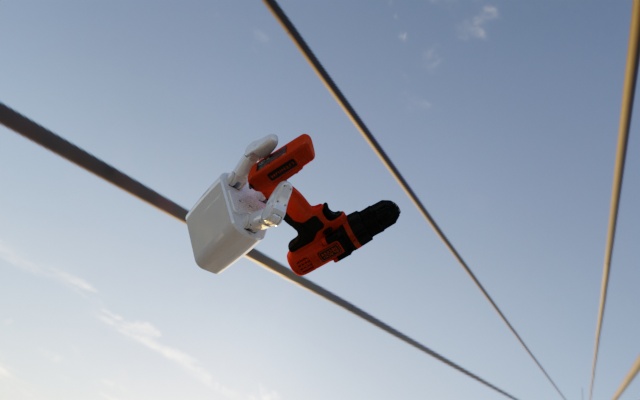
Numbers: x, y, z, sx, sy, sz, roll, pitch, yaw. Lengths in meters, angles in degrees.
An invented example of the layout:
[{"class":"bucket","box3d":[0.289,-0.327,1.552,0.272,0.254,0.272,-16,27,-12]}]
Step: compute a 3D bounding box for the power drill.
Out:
[{"class":"power drill","box3d":[0.000,0.002,0.683,0.184,0.188,0.057,-31,21,7]}]
